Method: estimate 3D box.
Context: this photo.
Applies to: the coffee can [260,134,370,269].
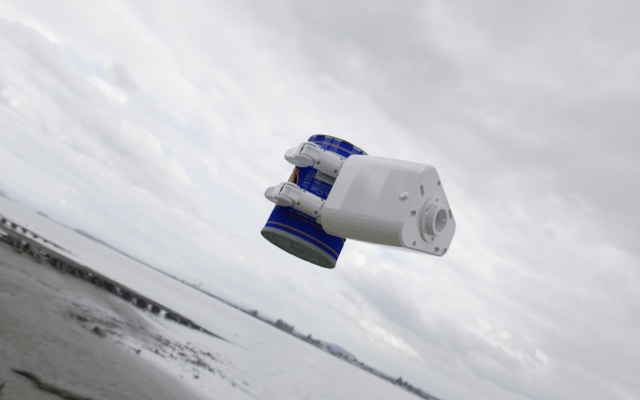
[{"bbox_3d":[0.000,0.002,0.609,0.103,0.140,0.103,24,-16,7],"label":"coffee can"}]
